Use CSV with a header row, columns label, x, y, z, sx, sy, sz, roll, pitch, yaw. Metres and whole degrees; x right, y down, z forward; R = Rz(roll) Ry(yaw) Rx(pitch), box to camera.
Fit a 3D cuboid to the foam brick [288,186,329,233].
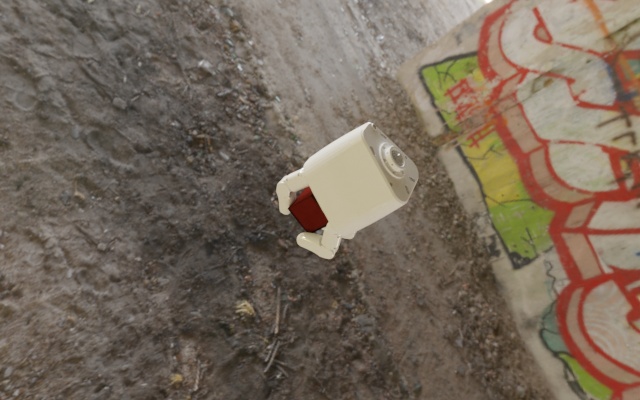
label,x,y,z,sx,sy,sz,roll,pitch,yaw
foam brick,0.000,0.002,0.700,0.051,0.053,0.078,-29,16,38
